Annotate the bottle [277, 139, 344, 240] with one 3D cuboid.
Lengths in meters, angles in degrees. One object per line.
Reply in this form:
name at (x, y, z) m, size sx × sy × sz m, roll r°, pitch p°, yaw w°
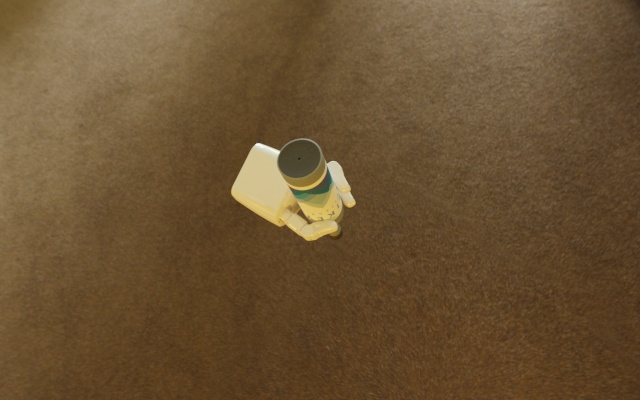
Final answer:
bottle at (0.000, 0.003, 0.802) m, size 0.069 × 0.069 × 0.296 m, roll 0°, pitch -25°, yaw 13°
